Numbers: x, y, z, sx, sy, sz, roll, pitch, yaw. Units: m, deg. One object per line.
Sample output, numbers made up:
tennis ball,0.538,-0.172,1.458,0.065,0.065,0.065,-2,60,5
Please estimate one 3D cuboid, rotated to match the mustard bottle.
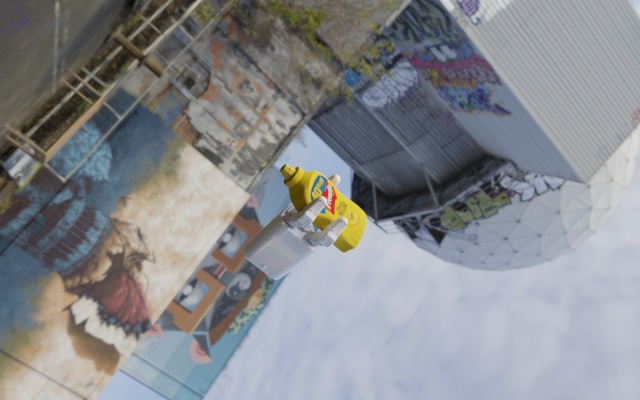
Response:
mustard bottle,0.001,0.003,0.865,0.192,0.096,0.058,42,-45,-20
